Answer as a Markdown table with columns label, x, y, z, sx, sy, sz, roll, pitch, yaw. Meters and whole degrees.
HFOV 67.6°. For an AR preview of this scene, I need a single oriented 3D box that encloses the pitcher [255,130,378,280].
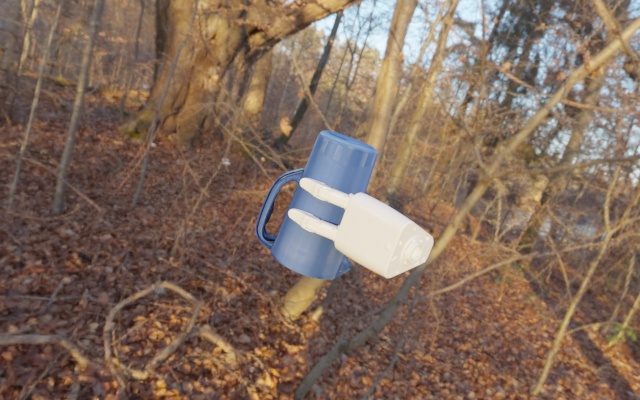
| label | x | y | z | sx | sy | sz | roll | pitch | yaw |
| --- | --- | --- | --- | --- | --- | --- | --- | --- | --- |
| pitcher | 0.000 | 0.003 | 0.840 | 0.149 | 0.243 | 0.145 | 8 | 16 | -45 |
